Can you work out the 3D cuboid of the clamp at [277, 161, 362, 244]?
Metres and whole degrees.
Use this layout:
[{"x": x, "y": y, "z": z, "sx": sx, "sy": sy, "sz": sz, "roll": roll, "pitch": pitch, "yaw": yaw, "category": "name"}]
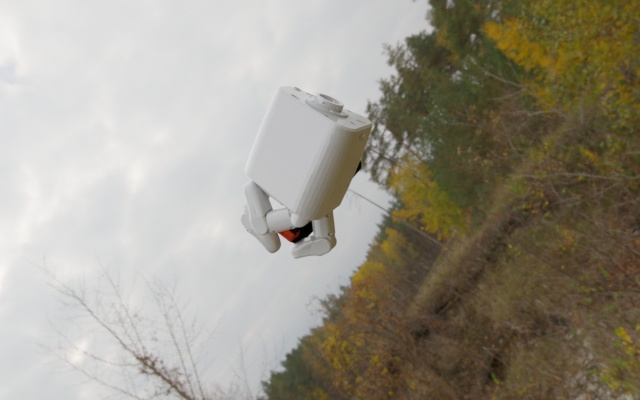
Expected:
[{"x": -0.001, "y": 0.002, "z": 0.629, "sx": 0.039, "sy": 0.120, "sz": 0.171, "roll": 27, "pitch": 22, "yaw": 14, "category": "clamp"}]
